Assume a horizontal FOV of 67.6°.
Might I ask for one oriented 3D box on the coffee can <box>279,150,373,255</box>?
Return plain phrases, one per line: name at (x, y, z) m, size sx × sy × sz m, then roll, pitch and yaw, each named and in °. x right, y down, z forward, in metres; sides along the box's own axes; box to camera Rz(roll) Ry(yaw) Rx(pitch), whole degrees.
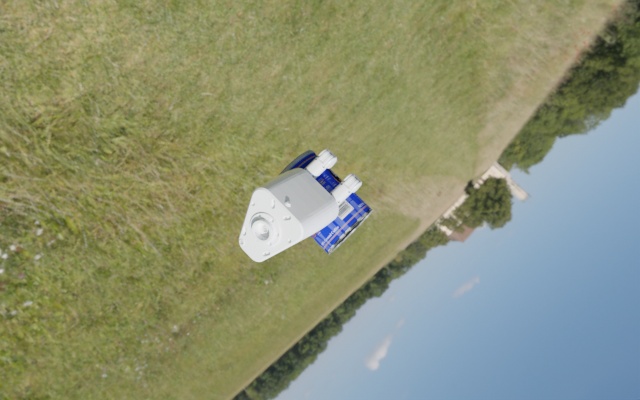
coffee can at (0.000, 0.002, 0.778) m, size 0.140 × 0.103 × 0.103 m, roll 45°, pitch 8°, yaw 8°
